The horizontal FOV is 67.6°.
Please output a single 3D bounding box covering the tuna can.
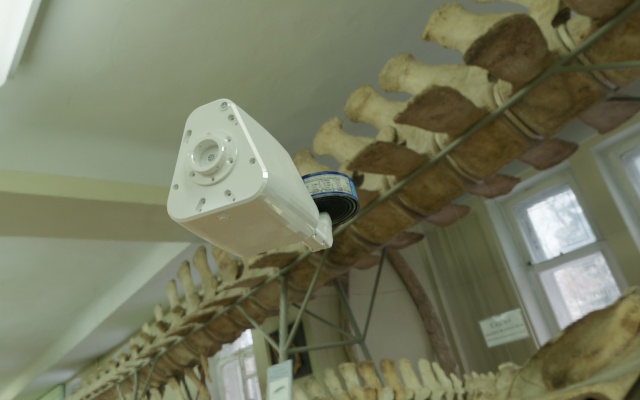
[{"bbox_3d":[0.000,0.001,0.552,0.086,0.033,0.086,-9,-28,-5],"label":"tuna can"}]
